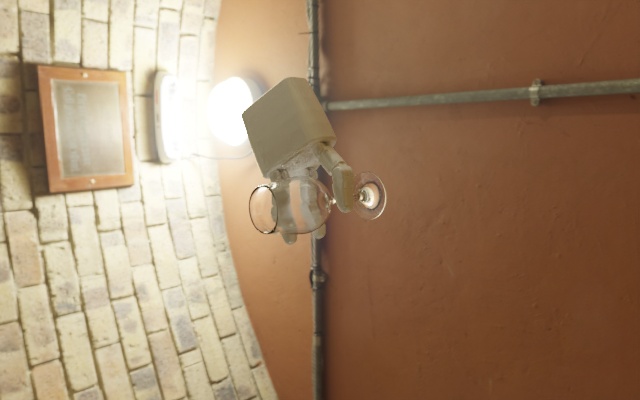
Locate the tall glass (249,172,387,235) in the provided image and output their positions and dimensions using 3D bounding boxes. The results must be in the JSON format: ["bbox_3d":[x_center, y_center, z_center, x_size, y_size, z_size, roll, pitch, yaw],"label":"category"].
[{"bbox_3d":[0.001,0.002,0.661,0.201,0.079,0.079,-8,5,-44],"label":"tall glass"}]
